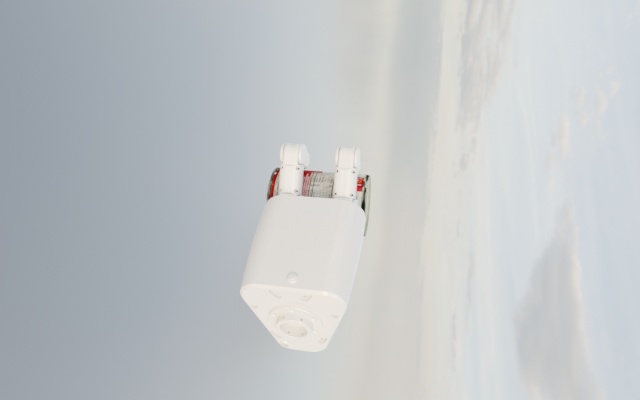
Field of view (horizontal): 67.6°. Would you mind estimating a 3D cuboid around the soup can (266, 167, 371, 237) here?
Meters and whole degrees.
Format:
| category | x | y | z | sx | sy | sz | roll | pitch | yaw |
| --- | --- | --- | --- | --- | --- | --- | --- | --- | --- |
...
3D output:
| category | x | y | z | sx | sy | sz | roll | pitch | yaw |
| --- | --- | --- | --- | --- | --- | --- | --- | --- | --- |
| soup can | 0.000 | 0.001 | 0.512 | 0.102 | 0.068 | 0.068 | 4 | 1 | 10 |
